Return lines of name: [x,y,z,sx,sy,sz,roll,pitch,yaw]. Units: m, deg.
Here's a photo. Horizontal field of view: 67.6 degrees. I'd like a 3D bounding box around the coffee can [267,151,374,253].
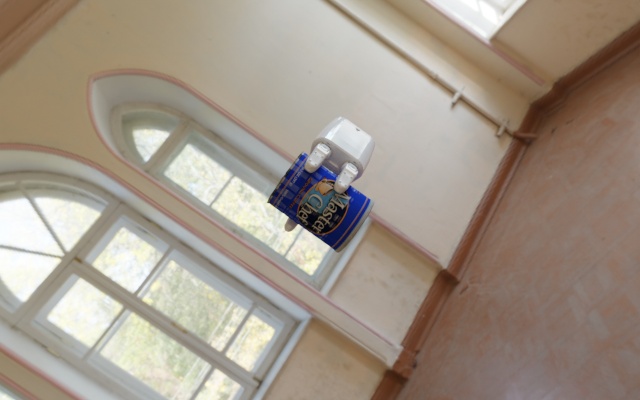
coffee can: [0.000,0.003,0.768,0.140,0.103,0.103,35,-1,-2]
